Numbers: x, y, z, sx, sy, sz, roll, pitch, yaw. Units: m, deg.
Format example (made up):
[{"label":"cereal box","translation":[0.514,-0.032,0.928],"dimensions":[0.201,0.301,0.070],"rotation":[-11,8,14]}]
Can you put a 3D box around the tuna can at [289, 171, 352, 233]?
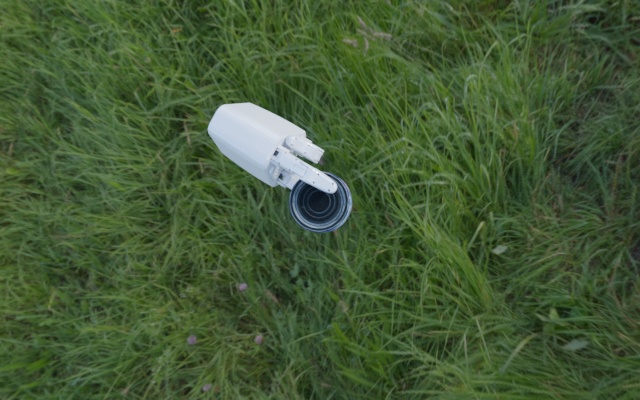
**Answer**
[{"label":"tuna can","translation":[0.000,0.002,0.666],"dimensions":[0.086,0.086,0.034],"rotation":[0,-3,9]}]
